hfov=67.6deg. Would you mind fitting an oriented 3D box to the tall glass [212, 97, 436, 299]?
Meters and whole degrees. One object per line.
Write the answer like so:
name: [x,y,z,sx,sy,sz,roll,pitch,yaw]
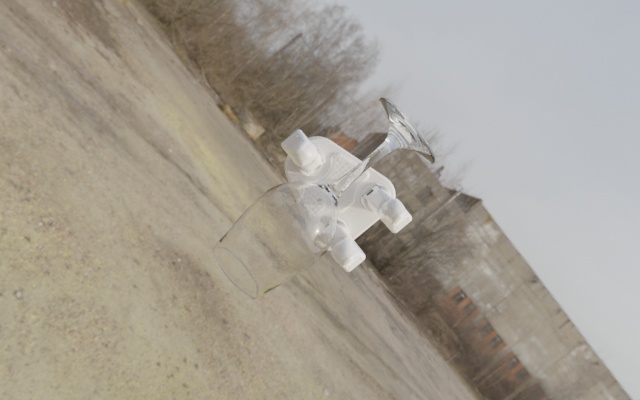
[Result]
tall glass: [0.001,0.001,0.425,0.201,0.079,0.079,-40,-2,3]
